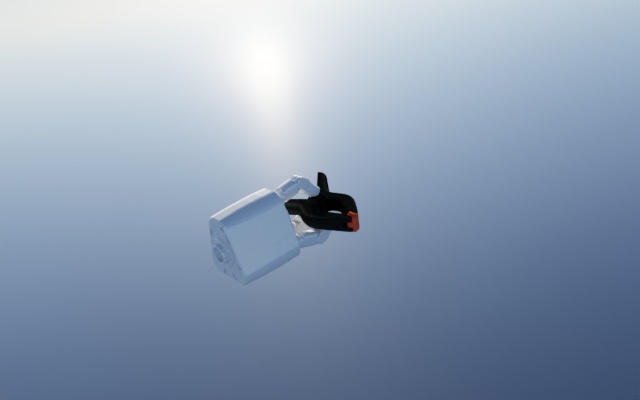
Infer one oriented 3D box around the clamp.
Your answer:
[{"bbox_3d":[0.000,0.002,0.817,0.164,0.036,0.210,-30,32,-35],"label":"clamp"}]
